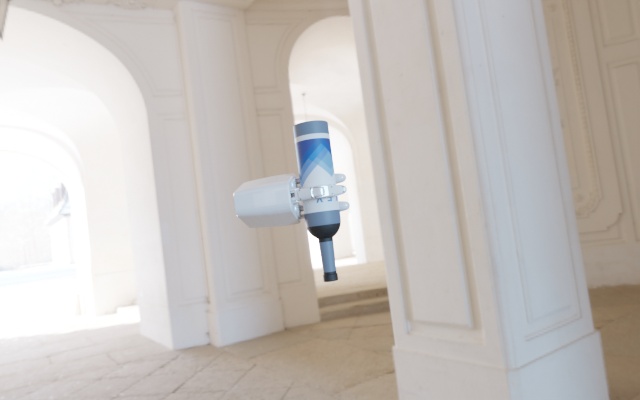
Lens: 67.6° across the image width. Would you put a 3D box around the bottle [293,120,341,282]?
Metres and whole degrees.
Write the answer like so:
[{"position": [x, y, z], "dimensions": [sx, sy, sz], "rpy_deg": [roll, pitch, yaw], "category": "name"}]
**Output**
[{"position": [0.000, 0.003, 0.890], "dimensions": [0.069, 0.295, 0.069], "rpy_deg": [-7, -3, 0], "category": "bottle"}]
